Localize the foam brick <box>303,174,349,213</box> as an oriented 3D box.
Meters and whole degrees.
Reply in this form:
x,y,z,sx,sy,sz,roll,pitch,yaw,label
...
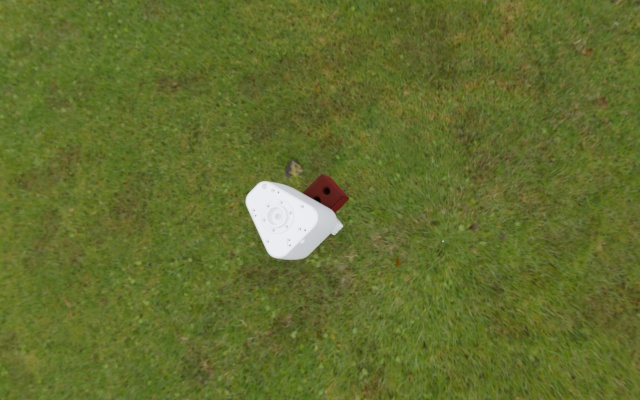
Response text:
x,y,z,sx,sy,sz,roll,pitch,yaw,label
0.000,0.002,0.793,0.053,0.078,0.051,47,7,15,foam brick
